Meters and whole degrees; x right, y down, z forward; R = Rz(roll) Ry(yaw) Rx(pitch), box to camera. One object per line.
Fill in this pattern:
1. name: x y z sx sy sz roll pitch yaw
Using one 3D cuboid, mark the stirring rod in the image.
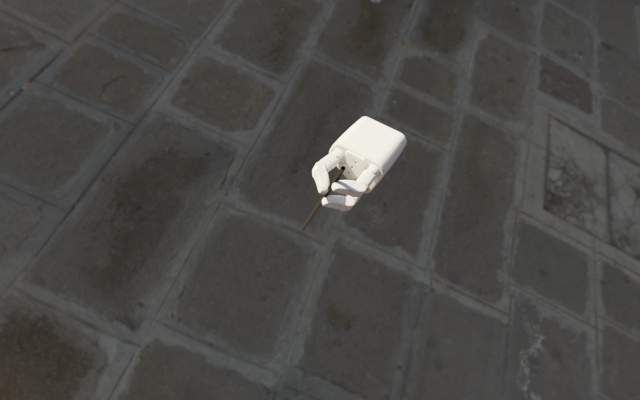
1. stirring rod: 0.000 0.003 0.890 0.011 0.011 0.240 0 -28 -21
